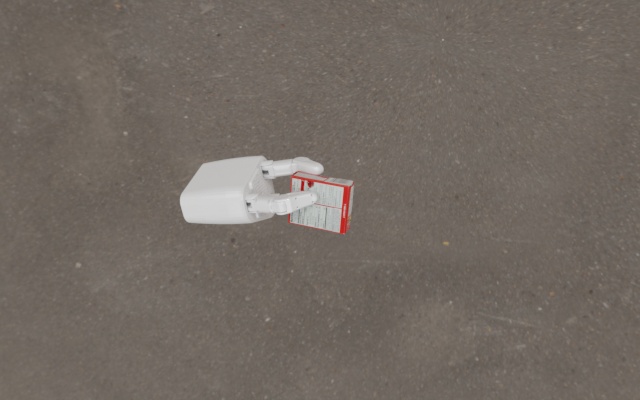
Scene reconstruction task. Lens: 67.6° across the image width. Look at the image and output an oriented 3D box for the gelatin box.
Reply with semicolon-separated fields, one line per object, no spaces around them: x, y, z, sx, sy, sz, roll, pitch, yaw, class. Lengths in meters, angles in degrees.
0.000;0.002;0.679;0.089;0.073;0.030;11;22;17;gelatin box
